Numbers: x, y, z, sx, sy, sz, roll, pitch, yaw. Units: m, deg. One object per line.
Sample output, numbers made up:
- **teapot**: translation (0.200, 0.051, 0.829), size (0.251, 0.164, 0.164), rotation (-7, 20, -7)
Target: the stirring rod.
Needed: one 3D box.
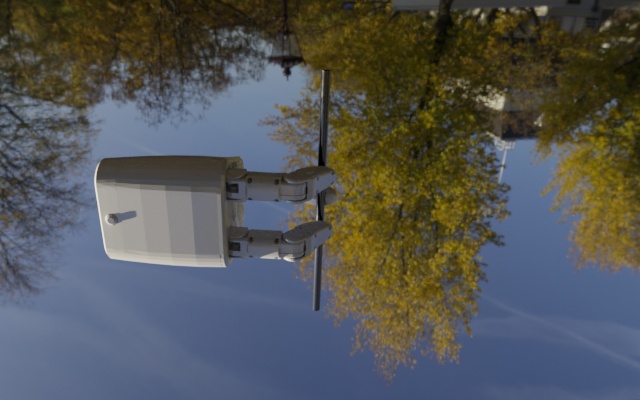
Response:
- **stirring rod**: translation (0.000, 0.001, 0.448), size (0.011, 0.240, 0.011), rotation (2, 23, -1)
